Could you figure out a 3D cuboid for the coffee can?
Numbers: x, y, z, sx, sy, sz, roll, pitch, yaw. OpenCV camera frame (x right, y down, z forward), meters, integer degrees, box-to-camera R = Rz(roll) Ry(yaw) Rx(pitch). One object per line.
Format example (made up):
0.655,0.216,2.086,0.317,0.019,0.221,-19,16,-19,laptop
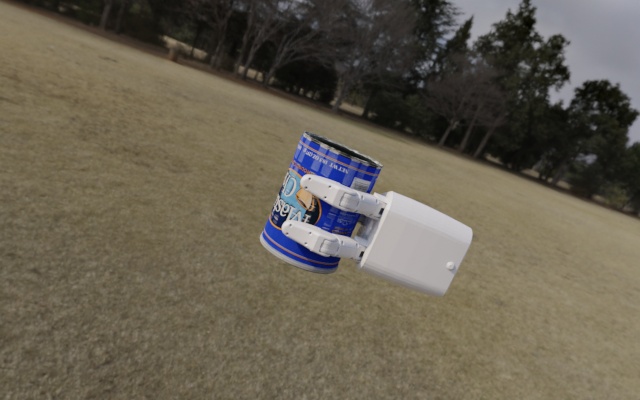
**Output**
0.000,0.002,0.573,0.103,0.140,0.102,22,12,-5,coffee can
